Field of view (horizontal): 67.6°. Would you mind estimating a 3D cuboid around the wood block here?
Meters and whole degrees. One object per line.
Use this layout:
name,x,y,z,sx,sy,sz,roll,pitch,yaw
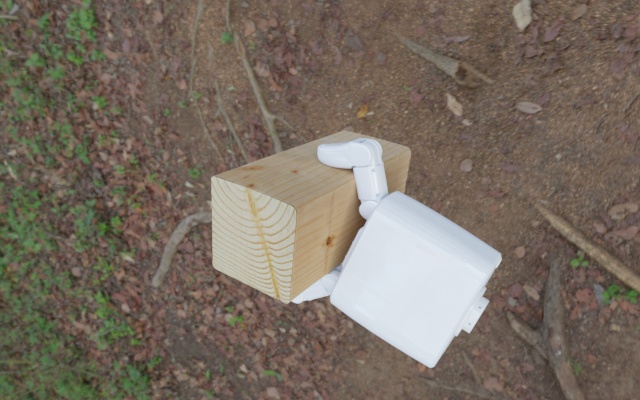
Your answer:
wood block,0.000,0.001,0.468,0.090,0.091,0.206,20,28,29
